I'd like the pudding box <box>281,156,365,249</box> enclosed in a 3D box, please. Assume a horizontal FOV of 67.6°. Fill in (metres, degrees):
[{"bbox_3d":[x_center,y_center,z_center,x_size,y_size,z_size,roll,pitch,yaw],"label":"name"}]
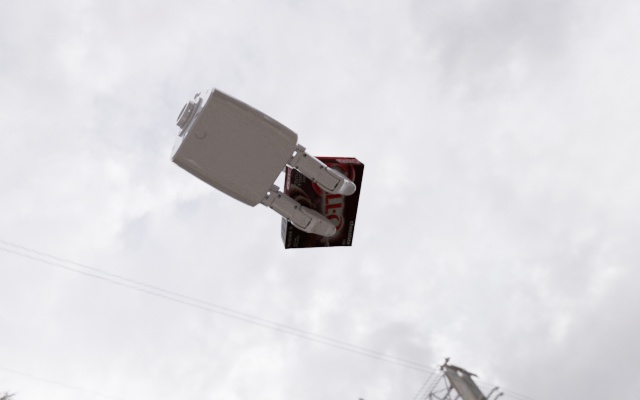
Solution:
[{"bbox_3d":[0.000,0.002,0.585,0.090,0.113,0.039,0,24,-18],"label":"pudding box"}]
